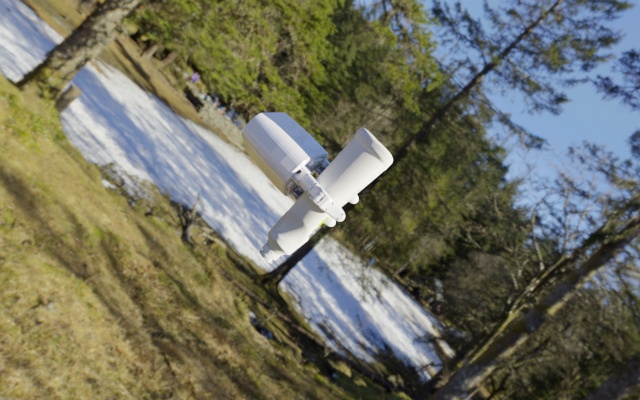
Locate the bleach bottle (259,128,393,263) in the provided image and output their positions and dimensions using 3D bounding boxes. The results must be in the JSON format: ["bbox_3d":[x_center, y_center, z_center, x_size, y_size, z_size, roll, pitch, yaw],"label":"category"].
[{"bbox_3d":[0.000,0.002,0.740,0.251,0.068,0.102,-44,-8,6],"label":"bleach bottle"}]
